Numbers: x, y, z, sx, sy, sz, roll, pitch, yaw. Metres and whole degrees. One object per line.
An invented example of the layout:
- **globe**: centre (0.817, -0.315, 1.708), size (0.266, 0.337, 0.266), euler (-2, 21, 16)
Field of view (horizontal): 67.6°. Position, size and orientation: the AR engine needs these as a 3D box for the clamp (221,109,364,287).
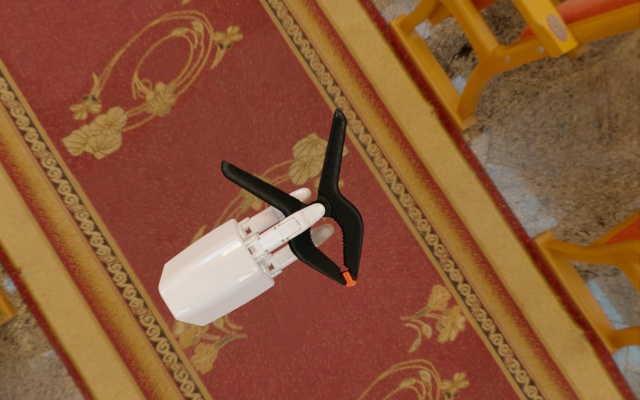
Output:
- **clamp**: centre (0.000, 0.002, 0.580), size (0.164, 0.210, 0.036), euler (-32, -1, -4)
